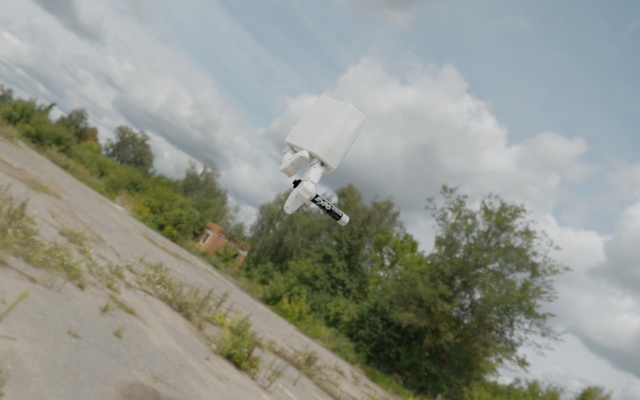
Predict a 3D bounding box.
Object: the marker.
[{"bbox_3d":[0.000,0.003,0.802,0.121,0.020,0.020,38,-18,-25],"label":"marker"}]
